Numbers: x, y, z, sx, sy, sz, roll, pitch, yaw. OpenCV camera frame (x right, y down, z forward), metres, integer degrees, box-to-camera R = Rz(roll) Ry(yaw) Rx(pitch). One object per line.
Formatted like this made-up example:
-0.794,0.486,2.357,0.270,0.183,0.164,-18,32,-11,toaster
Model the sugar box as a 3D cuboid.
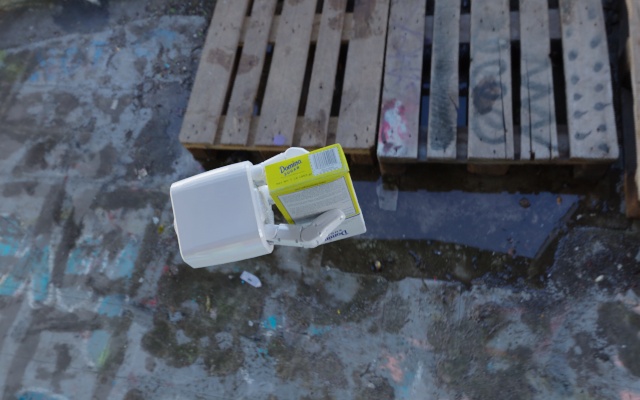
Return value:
0.000,0.001,0.606,0.093,0.048,0.176,-15,-26,4,sugar box
